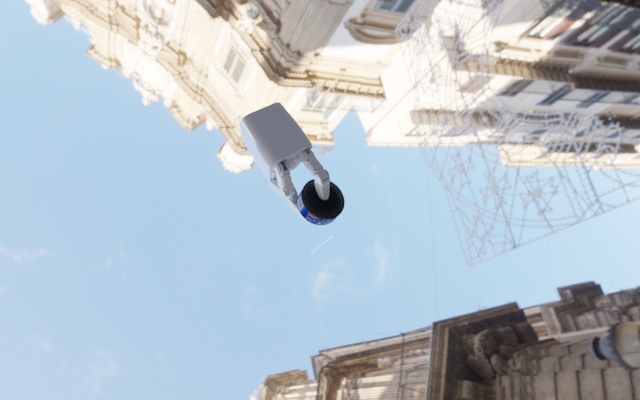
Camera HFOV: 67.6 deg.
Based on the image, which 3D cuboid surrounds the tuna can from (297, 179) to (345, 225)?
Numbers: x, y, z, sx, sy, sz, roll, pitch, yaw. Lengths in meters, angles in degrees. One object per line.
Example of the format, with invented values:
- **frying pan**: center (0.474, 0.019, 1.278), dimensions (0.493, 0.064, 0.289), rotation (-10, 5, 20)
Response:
- **tuna can**: center (0.000, 0.003, 0.899), dimensions (0.086, 0.086, 0.034), rotation (0, -27, -22)
